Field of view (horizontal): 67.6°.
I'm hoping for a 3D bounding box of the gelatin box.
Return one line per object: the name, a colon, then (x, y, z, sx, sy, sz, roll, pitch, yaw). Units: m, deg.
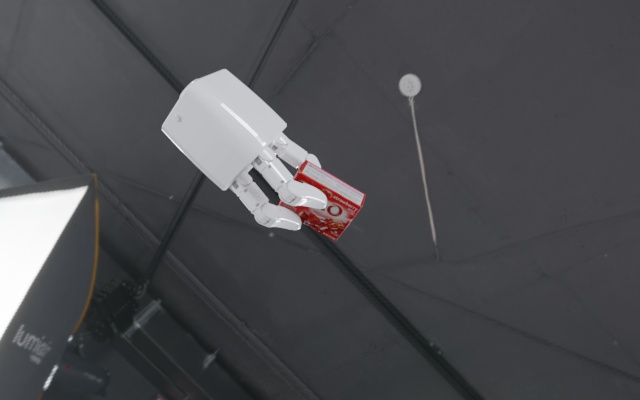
gelatin box: (0.001, 0.002, 0.598, 0.089, 0.073, 0.030, 30, 42, -4)
